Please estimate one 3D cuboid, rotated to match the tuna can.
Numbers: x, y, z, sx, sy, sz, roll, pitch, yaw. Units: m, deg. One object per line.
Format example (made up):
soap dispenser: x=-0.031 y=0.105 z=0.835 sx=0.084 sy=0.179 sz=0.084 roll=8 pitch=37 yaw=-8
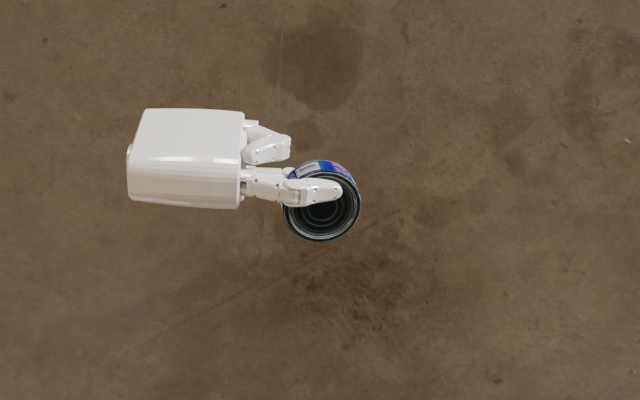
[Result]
tuna can: x=0.000 y=0.002 z=0.513 sx=0.086 sy=0.086 sz=0.033 roll=0 pitch=25 yaw=-10
